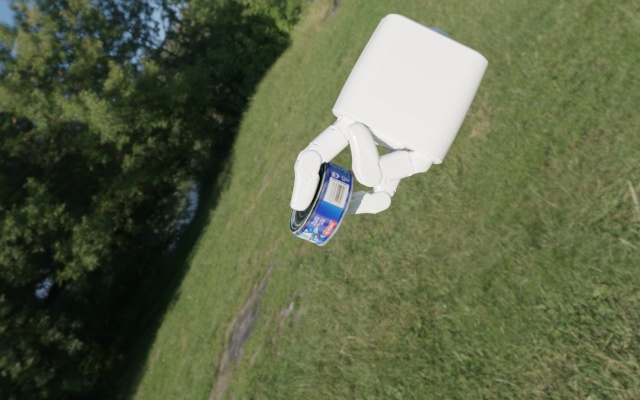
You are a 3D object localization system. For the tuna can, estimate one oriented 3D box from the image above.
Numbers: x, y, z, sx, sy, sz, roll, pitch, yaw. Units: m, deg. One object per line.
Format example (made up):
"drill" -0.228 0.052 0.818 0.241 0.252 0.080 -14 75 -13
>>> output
"tuna can" 0.000 0.001 0.499 0.034 0.086 0.086 23 -7 -16
